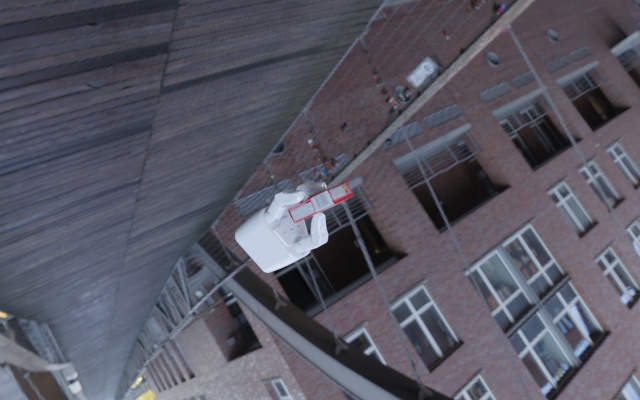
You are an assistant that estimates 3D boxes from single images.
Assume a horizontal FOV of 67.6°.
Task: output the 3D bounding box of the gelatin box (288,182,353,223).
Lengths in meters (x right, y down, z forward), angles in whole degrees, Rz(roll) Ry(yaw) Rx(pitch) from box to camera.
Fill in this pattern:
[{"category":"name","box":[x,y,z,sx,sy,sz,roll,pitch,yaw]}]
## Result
[{"category":"gelatin box","box":[0.001,0.003,0.800,0.089,0.030,0.073,-25,-1,32]}]
